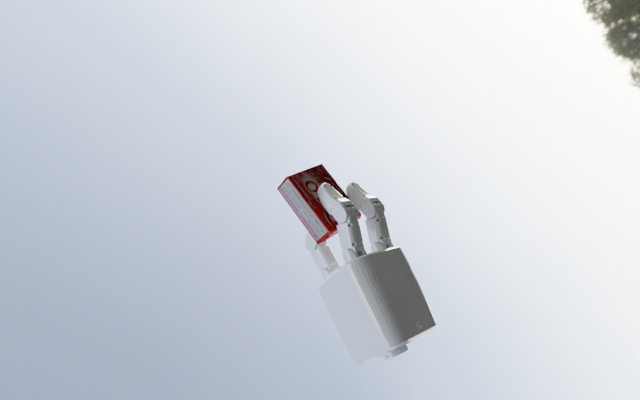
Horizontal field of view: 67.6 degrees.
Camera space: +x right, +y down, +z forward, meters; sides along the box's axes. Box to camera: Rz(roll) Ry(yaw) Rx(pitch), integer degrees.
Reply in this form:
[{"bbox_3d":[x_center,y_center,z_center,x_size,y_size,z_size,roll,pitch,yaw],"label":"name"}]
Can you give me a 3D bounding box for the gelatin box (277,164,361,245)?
[{"bbox_3d":[0.000,0.002,0.599,0.073,0.089,0.030,-26,-16,-50],"label":"gelatin box"}]
